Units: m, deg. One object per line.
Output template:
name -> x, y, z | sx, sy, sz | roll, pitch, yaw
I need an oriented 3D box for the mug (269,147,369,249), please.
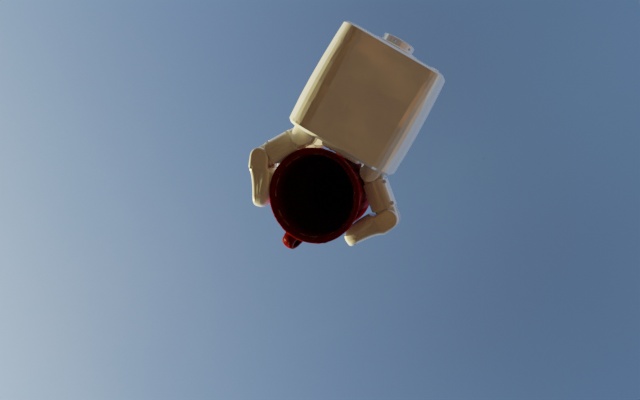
mug -> -0.001, 0.003, 0.498 | 0.093, 0.117, 0.081 | 35, 16, 13
